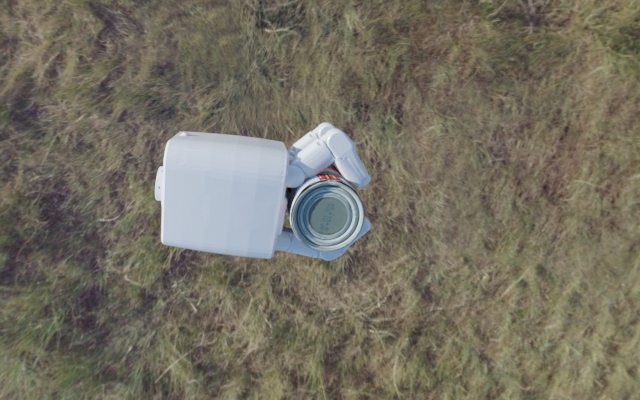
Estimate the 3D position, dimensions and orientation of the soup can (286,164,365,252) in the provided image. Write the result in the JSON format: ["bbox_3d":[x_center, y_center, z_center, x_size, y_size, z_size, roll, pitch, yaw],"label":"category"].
[{"bbox_3d":[0.001,0.002,0.465,0.068,0.068,0.102,0,15,-8],"label":"soup can"}]
